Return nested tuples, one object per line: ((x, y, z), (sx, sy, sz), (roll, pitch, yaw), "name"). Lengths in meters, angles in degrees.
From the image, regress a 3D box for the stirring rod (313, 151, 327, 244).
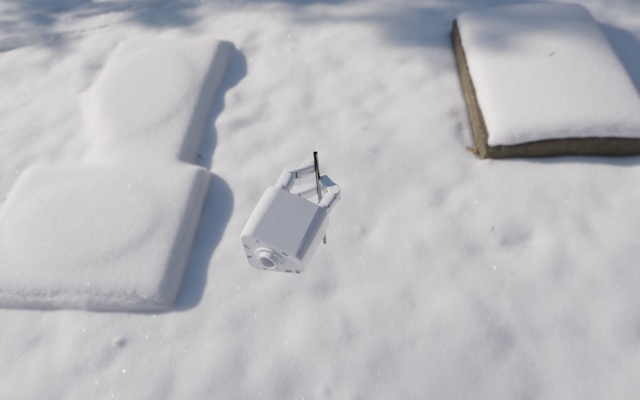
((0.000, 0.003, 0.885), (0.011, 0.011, 0.240), (0, -43, 6), "stirring rod")
